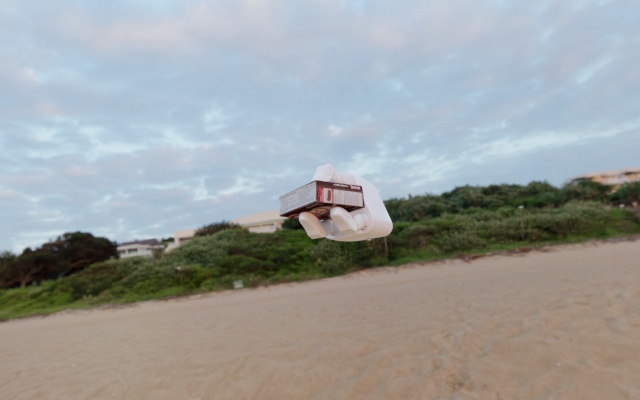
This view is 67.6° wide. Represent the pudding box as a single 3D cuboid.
[{"bbox_3d":[0.000,0.002,0.748,0.090,0.039,0.113,5,-17,-33],"label":"pudding box"}]
